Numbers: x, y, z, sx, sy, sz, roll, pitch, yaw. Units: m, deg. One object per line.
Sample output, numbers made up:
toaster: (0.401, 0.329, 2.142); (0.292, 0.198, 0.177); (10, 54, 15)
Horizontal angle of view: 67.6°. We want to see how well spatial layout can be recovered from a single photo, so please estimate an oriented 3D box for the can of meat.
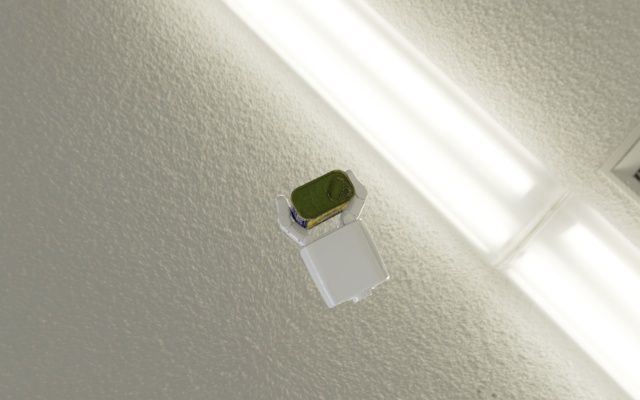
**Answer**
can of meat: (0.000, 0.003, 0.790); (0.102, 0.057, 0.084); (-27, -13, -14)
